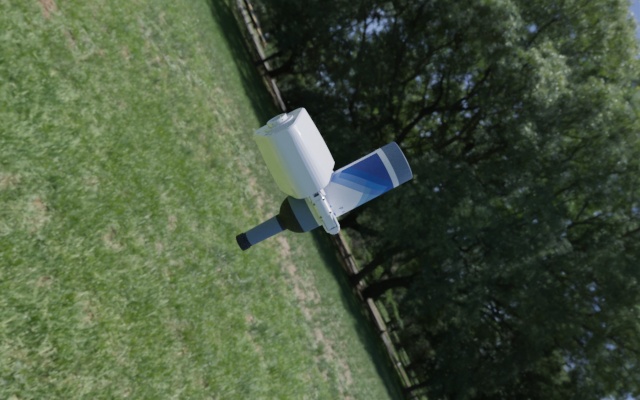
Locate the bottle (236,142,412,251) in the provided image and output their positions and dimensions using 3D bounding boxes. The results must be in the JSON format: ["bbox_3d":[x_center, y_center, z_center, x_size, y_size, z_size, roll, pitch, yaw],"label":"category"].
[{"bbox_3d":[0.000,0.002,0.766,0.296,0.069,0.069,-27,-1,2],"label":"bottle"}]
